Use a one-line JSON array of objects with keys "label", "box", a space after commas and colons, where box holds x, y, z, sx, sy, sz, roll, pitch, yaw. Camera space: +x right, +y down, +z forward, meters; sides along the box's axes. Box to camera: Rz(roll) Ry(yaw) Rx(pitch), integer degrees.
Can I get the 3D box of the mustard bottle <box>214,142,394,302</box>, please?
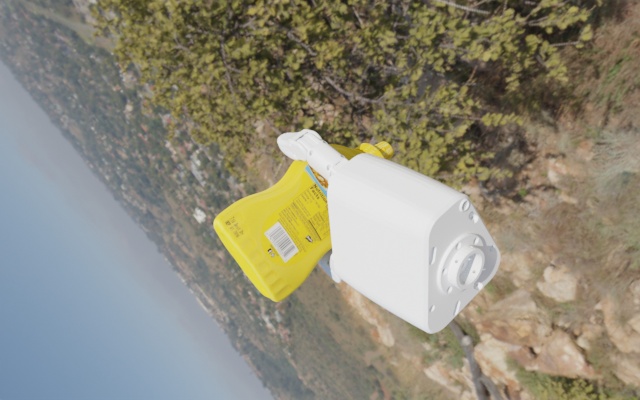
[{"label": "mustard bottle", "box": [0.000, 0.002, 0.462, 0.191, 0.096, 0.058, -38, 14, -20]}]
